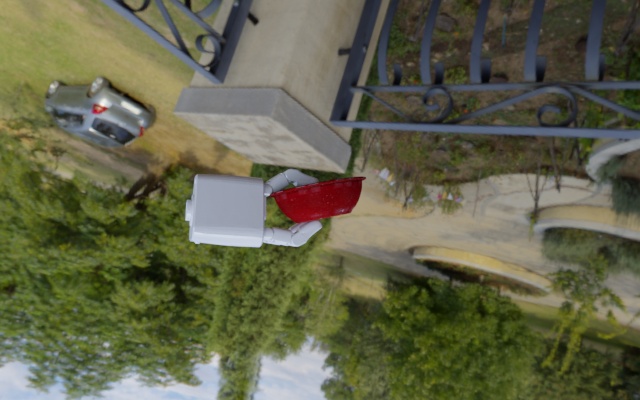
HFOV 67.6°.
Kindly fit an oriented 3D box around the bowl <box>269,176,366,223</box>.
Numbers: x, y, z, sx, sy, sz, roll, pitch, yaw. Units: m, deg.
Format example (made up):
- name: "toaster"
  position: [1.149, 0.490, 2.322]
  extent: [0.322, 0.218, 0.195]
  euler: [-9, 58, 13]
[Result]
- name: "bowl"
  position: [0.002, 0.003, 0.783]
  extent: [0.162, 0.055, 0.162]
  euler: [-11, -2, 0]
